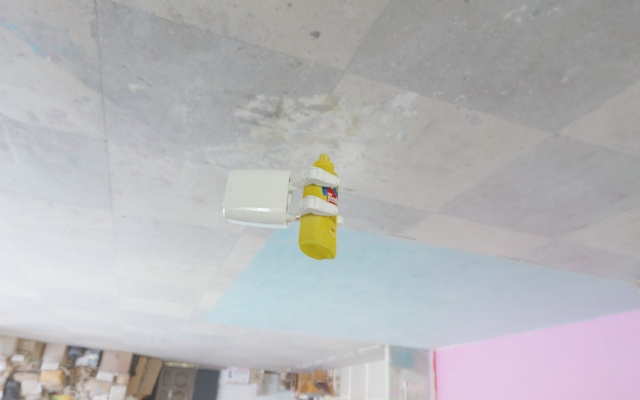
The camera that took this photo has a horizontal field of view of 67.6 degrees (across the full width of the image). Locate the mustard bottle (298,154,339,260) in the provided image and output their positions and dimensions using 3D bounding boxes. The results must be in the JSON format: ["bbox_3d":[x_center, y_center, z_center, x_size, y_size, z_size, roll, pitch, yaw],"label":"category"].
[{"bbox_3d":[0.000,0.003,0.850,0.058,0.191,0.096,-8,-28,23],"label":"mustard bottle"}]
